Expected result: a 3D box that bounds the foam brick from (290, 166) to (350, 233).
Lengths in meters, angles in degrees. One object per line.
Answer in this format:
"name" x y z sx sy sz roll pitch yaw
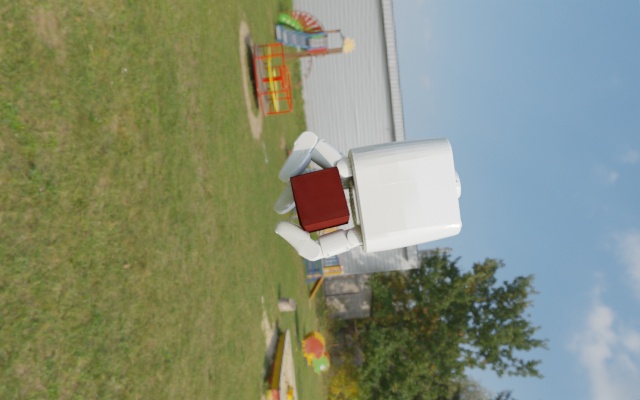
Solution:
"foam brick" 0.000 0.002 0.507 0.051 0.053 0.078 -13 -9 0
